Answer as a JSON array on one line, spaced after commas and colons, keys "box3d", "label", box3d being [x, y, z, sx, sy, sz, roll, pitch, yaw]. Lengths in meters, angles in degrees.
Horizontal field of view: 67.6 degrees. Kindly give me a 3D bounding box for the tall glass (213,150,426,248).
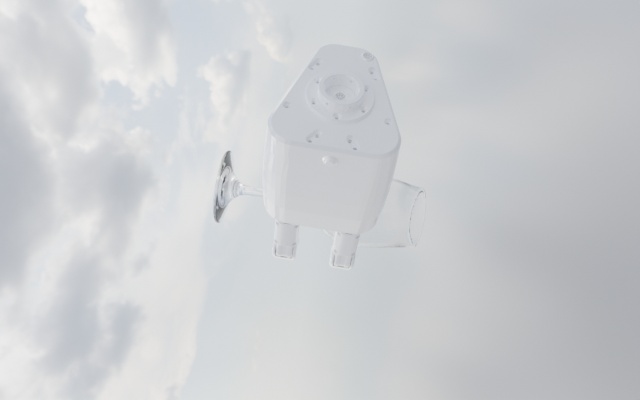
[{"box3d": [-0.001, 0.001, 0.482, 0.201, 0.079, 0.079, 9, 0, 0], "label": "tall glass"}]
